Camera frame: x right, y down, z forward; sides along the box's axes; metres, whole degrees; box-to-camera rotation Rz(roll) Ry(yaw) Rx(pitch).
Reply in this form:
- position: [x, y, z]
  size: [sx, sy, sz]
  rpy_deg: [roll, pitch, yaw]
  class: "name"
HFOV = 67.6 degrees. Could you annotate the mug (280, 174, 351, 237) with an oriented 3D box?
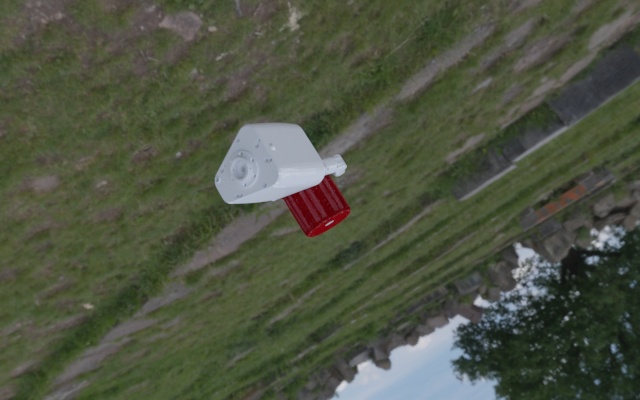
- position: [0.001, 0.003, 0.755]
  size: [0.093, 0.081, 0.117]
  rpy_deg: [-40, -15, 30]
  class: "mug"
